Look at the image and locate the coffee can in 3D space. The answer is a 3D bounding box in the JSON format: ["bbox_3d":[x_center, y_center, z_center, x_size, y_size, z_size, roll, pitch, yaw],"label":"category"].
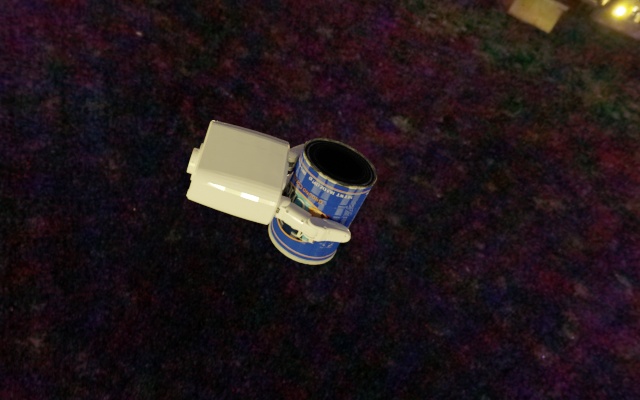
[{"bbox_3d":[0.000,0.002,0.646,0.103,0.140,0.102,18,35,-13],"label":"coffee can"}]
